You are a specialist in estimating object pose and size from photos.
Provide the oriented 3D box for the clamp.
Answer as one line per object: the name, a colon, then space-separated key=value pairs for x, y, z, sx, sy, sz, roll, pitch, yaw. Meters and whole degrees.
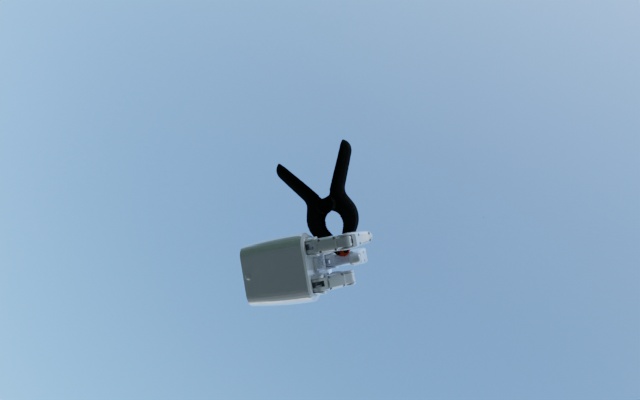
clamp: x=0.000 y=0.002 z=0.719 sx=0.120 sy=0.171 sz=0.039 roll=-11 pitch=-5 yaw=20
